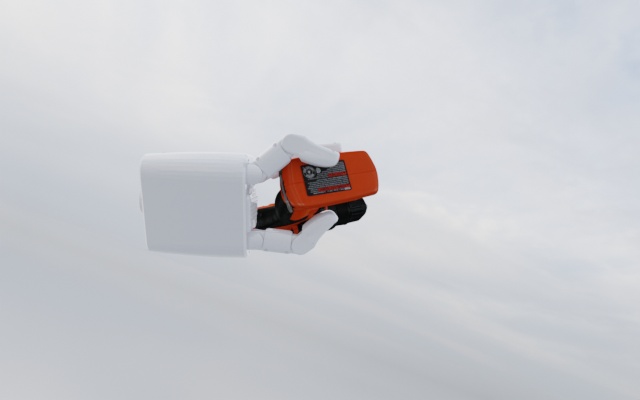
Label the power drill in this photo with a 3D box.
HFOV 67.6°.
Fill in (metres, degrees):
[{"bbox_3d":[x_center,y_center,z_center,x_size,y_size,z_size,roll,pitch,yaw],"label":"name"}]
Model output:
[{"bbox_3d":[0.000,0.002,0.587,0.184,0.057,0.188,-11,-15,-22],"label":"power drill"}]
